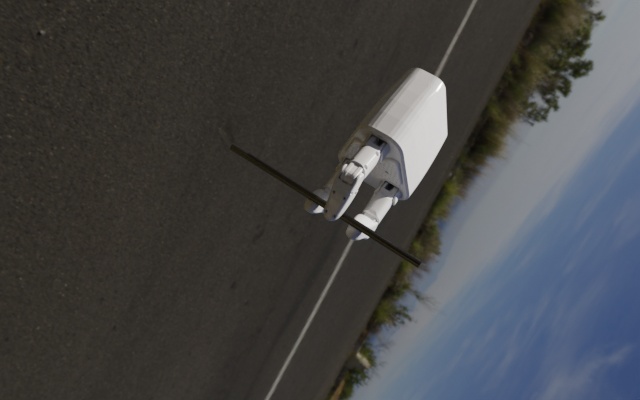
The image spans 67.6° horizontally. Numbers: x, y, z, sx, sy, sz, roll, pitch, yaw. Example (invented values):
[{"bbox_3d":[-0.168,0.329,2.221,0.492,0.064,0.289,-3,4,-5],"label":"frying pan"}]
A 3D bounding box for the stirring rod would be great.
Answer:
[{"bbox_3d":[0.000,0.002,0.503,0.239,0.011,0.011,32,9,15],"label":"stirring rod"}]
